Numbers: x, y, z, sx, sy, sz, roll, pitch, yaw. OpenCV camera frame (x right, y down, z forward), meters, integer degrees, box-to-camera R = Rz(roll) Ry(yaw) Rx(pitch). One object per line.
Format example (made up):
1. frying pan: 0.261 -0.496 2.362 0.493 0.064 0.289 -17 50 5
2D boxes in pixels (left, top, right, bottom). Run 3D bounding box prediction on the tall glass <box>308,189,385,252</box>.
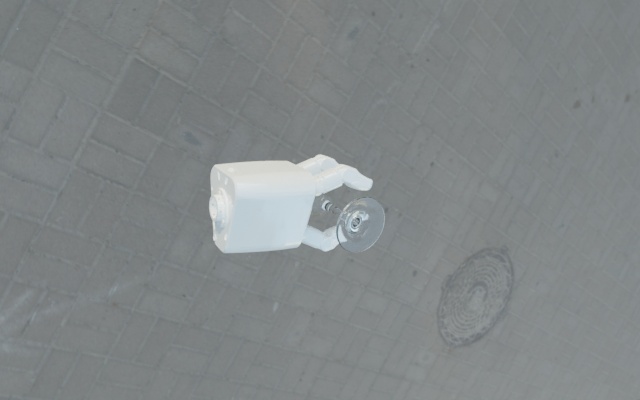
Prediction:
1. tall glass: 0.001 0.002 0.681 0.079 0.079 0.201 0 17 -32
